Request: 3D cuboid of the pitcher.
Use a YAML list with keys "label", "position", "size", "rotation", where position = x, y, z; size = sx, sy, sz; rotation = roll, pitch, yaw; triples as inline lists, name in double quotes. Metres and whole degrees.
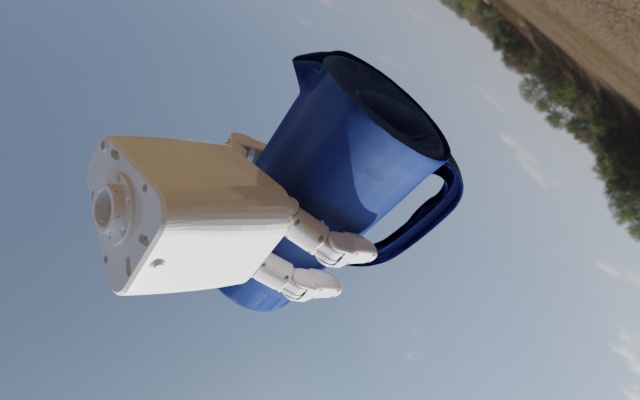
- label: "pitcher"
  position: [0.000, 0.001, 0.446]
  size: [0.145, 0.149, 0.243]
  rotation: [1, -42, -49]
